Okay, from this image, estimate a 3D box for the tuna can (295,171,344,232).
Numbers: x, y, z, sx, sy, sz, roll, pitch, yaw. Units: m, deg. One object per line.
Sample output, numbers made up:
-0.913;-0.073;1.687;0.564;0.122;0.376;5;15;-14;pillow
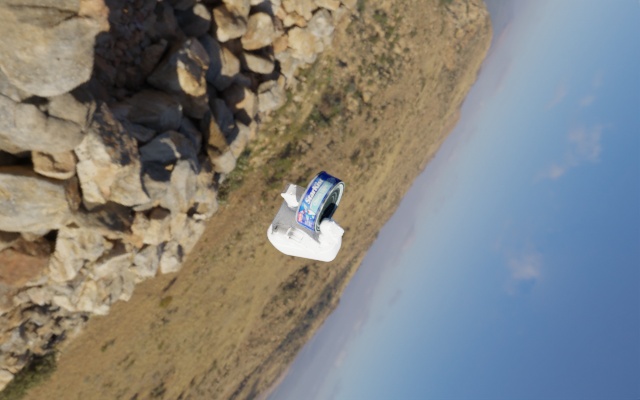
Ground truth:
0.001;0.003;0.692;0.033;0.086;0.086;28;8;15;tuna can
